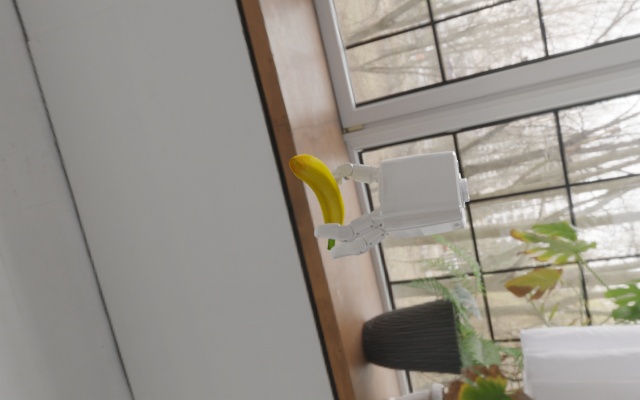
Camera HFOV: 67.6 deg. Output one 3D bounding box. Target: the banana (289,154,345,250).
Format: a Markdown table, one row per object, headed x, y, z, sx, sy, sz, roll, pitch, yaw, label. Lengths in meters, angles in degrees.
| x | y | z | sx | sy | sz | roll | pitch | yaw | label |
| --- | --- | --- | --- | --- | --- | --- | --- | --- | --- |
| 0.003 | -0.010 | 0.686 | 0.037 | 0.069 | 0.198 | -7 | -42 | 17 | banana |
